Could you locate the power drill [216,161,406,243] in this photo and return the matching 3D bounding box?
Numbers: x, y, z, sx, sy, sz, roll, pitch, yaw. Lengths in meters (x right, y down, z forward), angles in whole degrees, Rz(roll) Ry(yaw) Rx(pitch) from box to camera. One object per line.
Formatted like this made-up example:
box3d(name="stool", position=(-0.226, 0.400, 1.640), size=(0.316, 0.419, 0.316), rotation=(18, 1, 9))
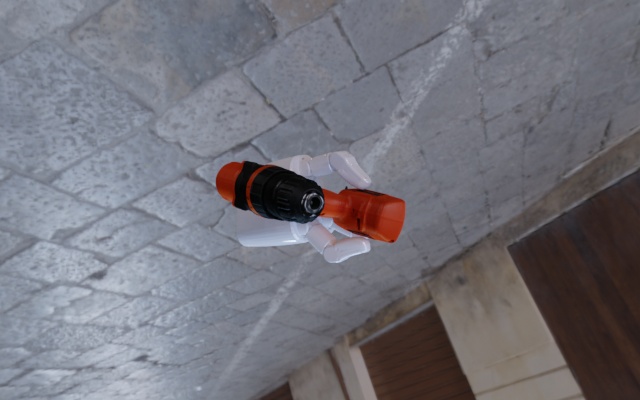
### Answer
box3d(name="power drill", position=(0.000, 0.002, 0.512), size=(0.188, 0.057, 0.184), rotation=(15, 2, -34))
